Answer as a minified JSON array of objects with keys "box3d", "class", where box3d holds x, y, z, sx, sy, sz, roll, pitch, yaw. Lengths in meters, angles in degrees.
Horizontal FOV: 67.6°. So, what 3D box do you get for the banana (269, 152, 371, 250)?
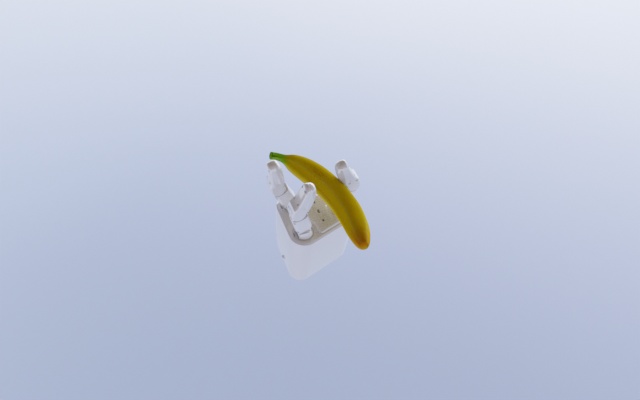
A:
[{"box3d":[0.011,-0.006,0.669,0.069,0.037,0.197,-25,58,-41],"class":"banana"}]
